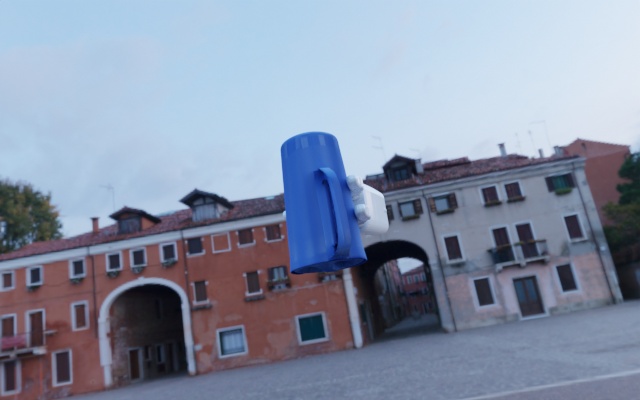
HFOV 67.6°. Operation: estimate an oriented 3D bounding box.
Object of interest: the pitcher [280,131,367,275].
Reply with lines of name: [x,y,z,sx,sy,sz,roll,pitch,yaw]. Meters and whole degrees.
pitcher: [0.000,0.003,0.841,0.149,0.242,0.145,-17,-17,27]
